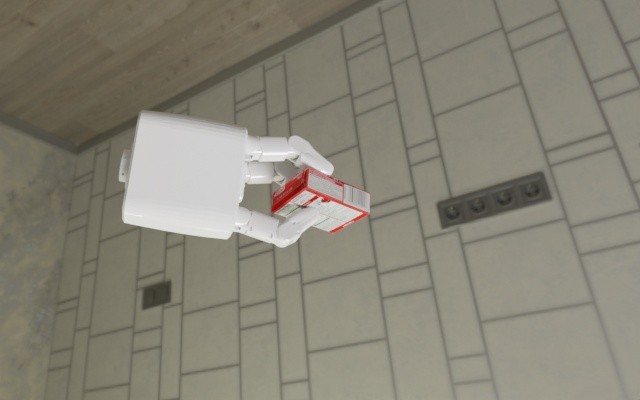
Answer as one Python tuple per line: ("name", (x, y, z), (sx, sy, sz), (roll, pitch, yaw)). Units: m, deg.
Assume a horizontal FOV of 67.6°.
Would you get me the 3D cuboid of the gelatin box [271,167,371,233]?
("gelatin box", (0.000, 0.002, 0.540), (0.089, 0.030, 0.073), (21, -32, -27))
